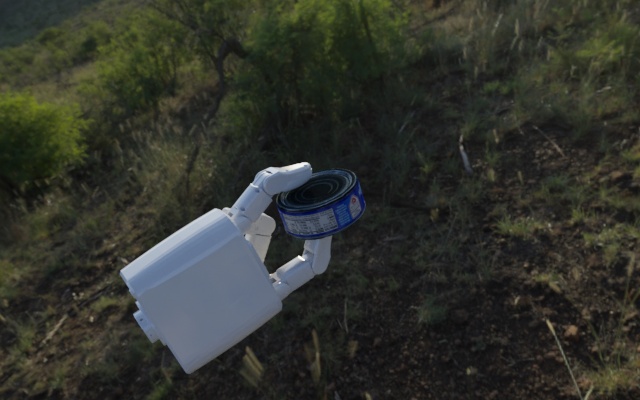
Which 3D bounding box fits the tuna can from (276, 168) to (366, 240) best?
[{"bbox_3d":[0.000,0.001,0.476,0.086,0.034,0.086,-15,26,7],"label":"tuna can"}]
